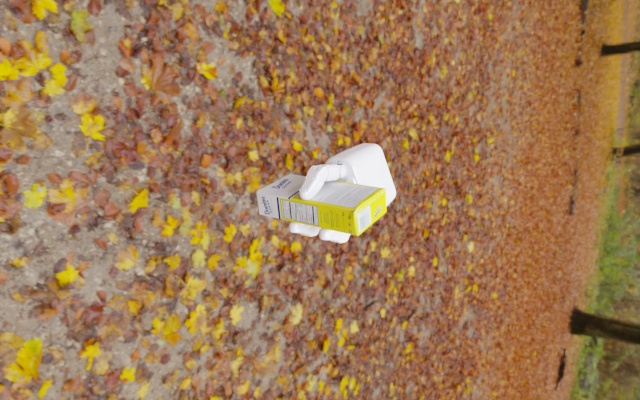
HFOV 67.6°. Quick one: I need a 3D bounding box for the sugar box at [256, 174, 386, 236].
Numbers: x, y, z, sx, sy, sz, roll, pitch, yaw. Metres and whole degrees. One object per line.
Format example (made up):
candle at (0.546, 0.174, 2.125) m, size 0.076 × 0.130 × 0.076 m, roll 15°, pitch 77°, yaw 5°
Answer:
sugar box at (0.000, 0.003, 0.719) m, size 0.176 × 0.048 × 0.093 m, roll 8°, pitch 25°, yaw 33°
